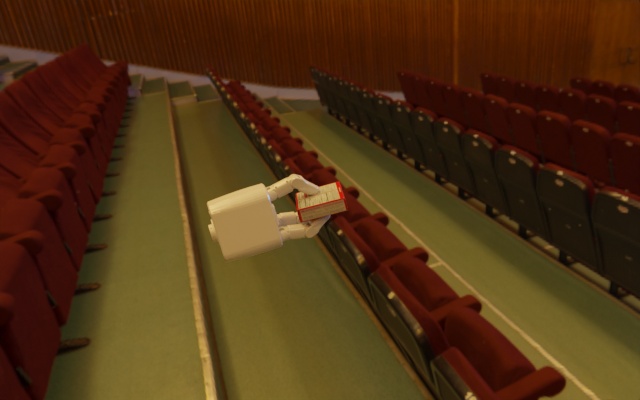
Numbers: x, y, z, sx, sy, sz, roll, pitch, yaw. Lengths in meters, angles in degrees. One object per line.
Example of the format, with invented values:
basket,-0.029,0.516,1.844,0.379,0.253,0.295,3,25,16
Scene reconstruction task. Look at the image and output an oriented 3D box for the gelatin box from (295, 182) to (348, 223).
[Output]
gelatin box,0.000,0.002,0.873,0.089,0.030,0.073,-16,26,1
